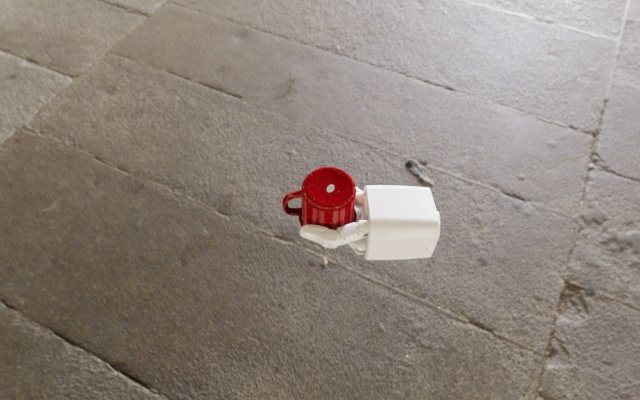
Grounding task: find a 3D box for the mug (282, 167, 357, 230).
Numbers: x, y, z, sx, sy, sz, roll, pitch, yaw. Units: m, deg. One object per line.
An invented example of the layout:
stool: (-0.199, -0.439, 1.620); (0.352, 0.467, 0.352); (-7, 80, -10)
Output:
mug: (-0.001, 0.002, 0.732); (0.117, 0.093, 0.082); (0, -34, -1)
